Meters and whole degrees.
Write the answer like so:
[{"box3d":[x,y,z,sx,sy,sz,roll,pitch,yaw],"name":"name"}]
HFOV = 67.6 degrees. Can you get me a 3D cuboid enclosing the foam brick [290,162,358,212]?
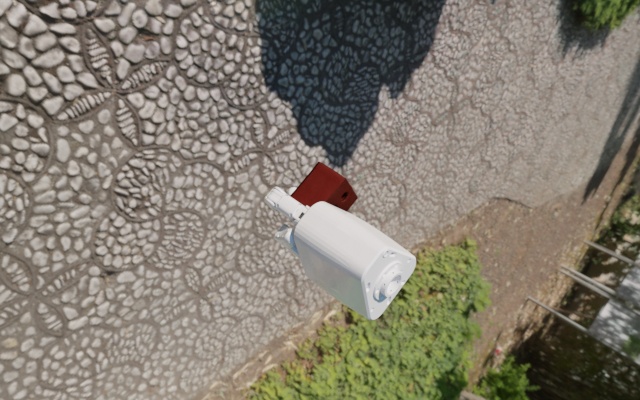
[{"box3d":[0.000,0.002,0.608,0.051,0.078,0.053,32,-13,36],"name":"foam brick"}]
